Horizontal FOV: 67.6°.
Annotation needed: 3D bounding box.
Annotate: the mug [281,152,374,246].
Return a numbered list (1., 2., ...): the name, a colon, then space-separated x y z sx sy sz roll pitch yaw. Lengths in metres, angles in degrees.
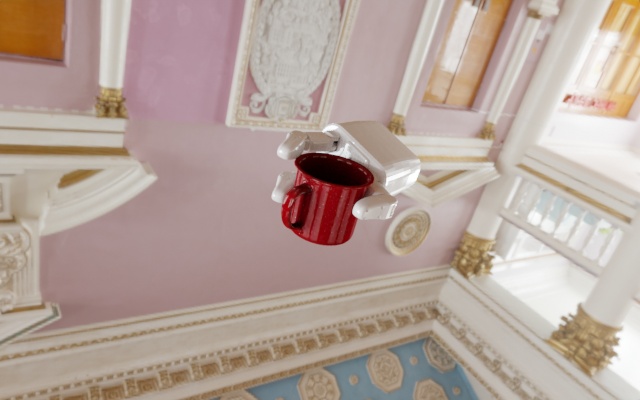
1. mug: -0.001 0.002 0.549 0.093 0.081 0.117 30 30 30
